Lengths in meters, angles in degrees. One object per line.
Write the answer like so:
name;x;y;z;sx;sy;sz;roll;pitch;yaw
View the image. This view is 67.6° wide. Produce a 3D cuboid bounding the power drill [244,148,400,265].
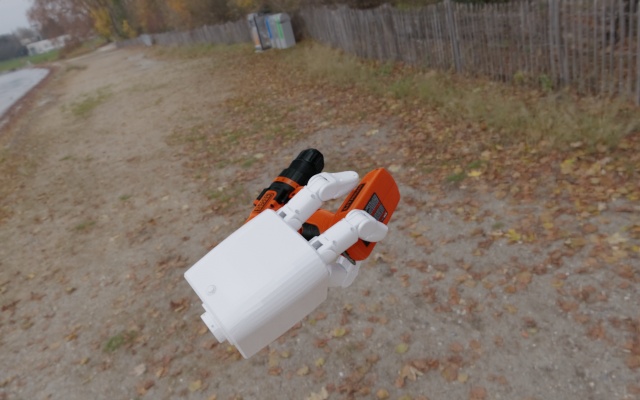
power drill;0.000;0.002;0.582;0.187;0.184;0.057;0;-41;45
